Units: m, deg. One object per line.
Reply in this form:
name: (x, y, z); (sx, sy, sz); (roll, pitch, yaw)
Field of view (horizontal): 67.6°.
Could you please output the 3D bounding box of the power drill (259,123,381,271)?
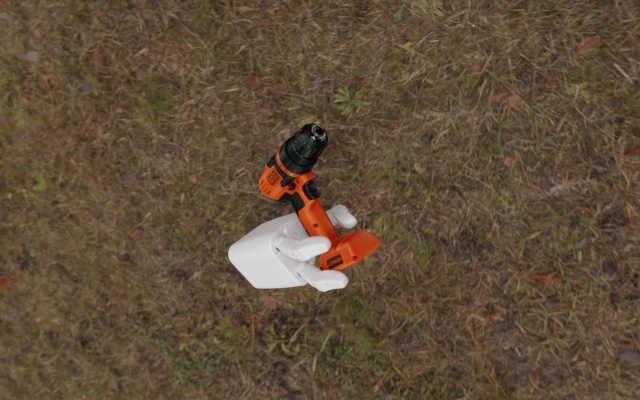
power drill: (0.000, 0.003, 0.655); (0.057, 0.187, 0.184); (-32, -4, -30)
